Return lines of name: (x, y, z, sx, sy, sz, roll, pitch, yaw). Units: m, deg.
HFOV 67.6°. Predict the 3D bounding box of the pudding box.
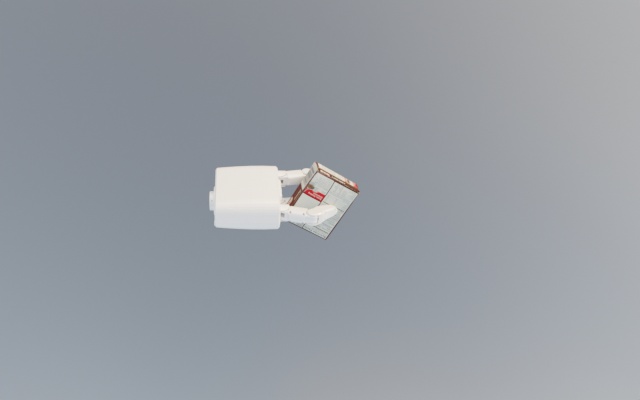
pudding box: (0.000, 0.003, 0.830, 0.090, 0.113, 0.039, 27, 23, -20)
